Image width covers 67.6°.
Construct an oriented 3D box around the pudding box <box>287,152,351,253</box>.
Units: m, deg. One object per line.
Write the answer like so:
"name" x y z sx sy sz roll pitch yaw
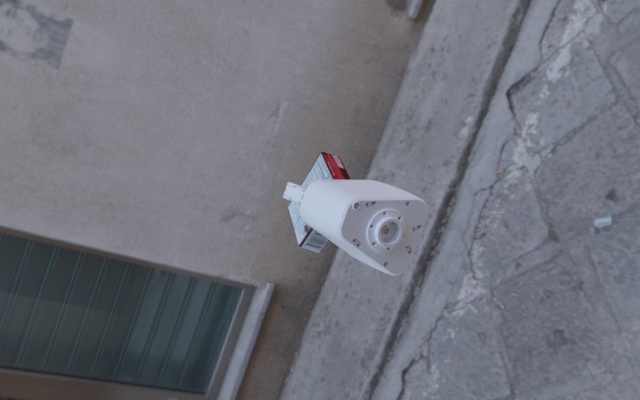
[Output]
"pudding box" 0.000 0.002 0.669 0.039 0.113 0.090 18 31 -28
